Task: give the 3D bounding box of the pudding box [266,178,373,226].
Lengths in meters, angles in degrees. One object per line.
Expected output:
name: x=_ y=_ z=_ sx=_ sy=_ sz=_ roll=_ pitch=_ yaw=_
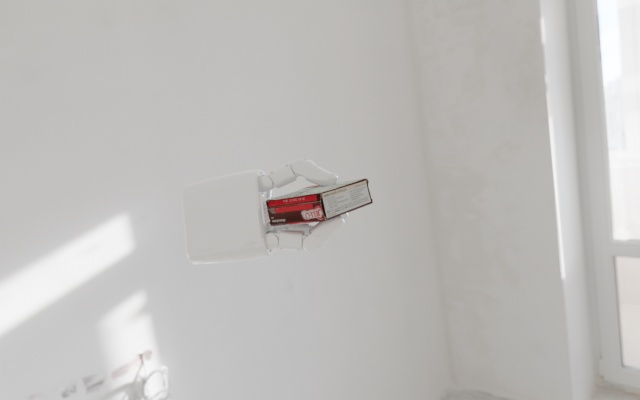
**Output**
pudding box: x=0.000 y=0.002 z=0.614 sx=0.090 sy=0.039 sz=0.113 roll=-6 pitch=9 yaw=37
